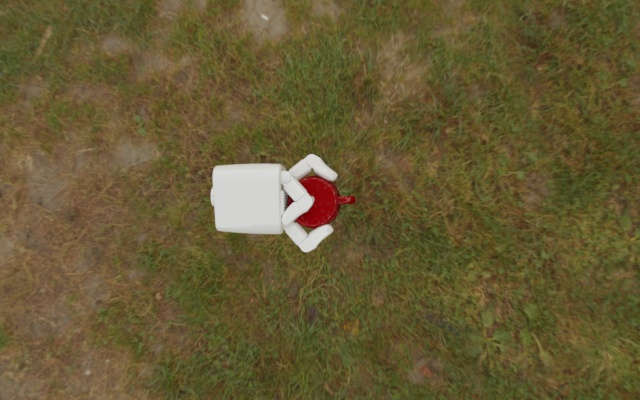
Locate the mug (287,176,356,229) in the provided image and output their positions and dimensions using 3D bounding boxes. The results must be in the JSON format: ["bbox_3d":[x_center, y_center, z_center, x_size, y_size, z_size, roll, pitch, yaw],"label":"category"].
[{"bbox_3d":[0.002,0.003,0.798,0.117,0.093,0.081,-1,0,2],"label":"mug"}]
